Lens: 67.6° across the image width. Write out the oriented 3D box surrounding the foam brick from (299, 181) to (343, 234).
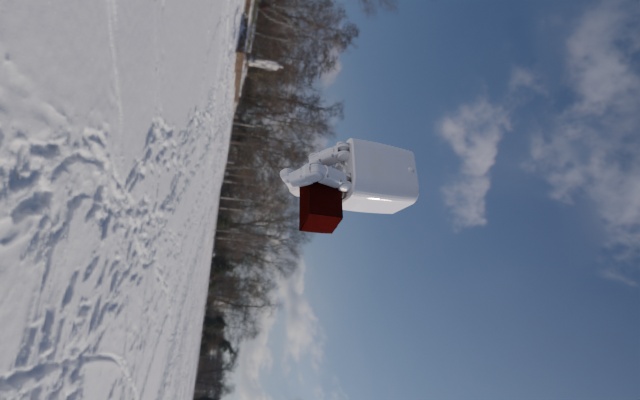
[{"bbox_3d":[0.000,0.003,0.698,0.051,0.078,0.053,9,-33,-16],"label":"foam brick"}]
